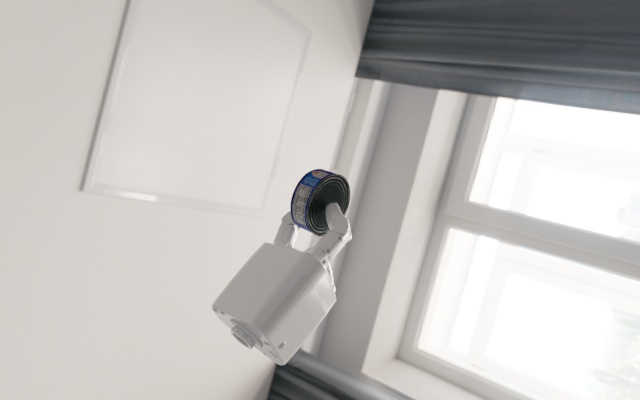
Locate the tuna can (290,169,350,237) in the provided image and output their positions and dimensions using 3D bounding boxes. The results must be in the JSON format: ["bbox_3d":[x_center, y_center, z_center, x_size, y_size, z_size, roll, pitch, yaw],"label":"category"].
[{"bbox_3d":[0.000,0.002,0.633,0.033,0.086,0.086,22,14,36],"label":"tuna can"}]
